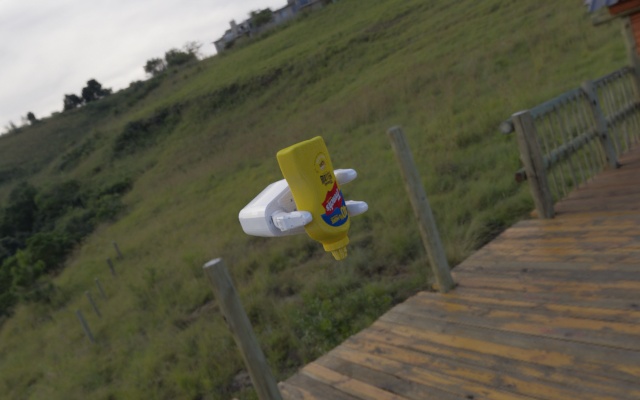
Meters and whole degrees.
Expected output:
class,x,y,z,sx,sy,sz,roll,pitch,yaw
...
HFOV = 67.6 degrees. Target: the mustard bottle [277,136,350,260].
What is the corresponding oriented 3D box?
class,x,y,z,sx,sy,sz,roll,pitch,yaw
mustard bottle,0.000,0.002,0.737,0.058,0.191,0.096,-15,10,31
